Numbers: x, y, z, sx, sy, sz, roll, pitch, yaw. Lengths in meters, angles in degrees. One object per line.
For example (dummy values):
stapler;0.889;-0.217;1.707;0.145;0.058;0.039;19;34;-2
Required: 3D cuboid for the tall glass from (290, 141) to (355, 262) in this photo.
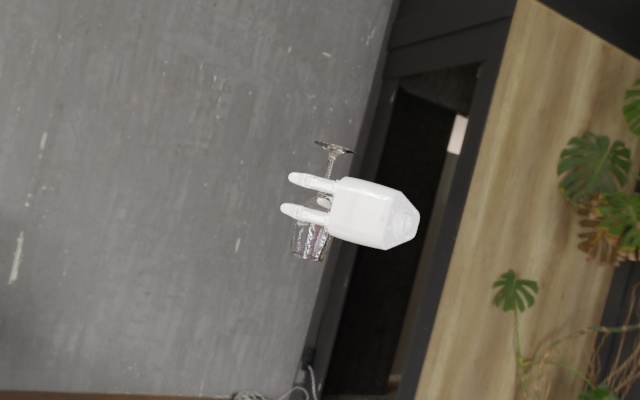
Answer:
tall glass;0.000;0.002;0.836;0.079;0.201;0.079;15;1;0
